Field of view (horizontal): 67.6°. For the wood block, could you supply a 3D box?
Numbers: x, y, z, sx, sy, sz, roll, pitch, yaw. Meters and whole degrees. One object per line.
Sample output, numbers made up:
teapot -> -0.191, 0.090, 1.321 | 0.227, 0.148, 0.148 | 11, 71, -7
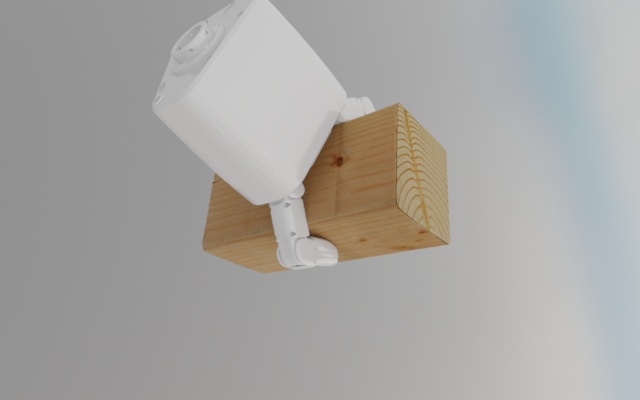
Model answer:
wood block -> 0.000, 0.002, 0.431 | 0.206, 0.090, 0.090 | -14, -30, 35
